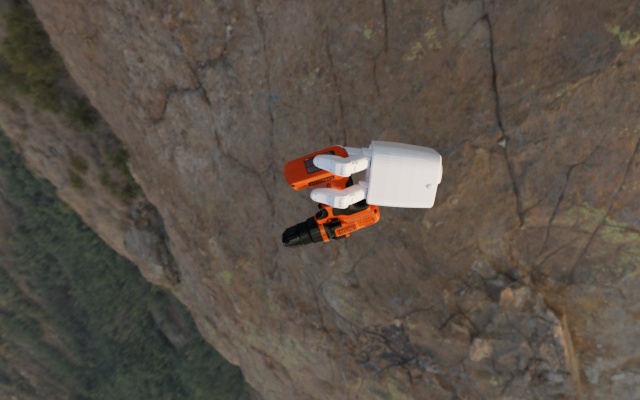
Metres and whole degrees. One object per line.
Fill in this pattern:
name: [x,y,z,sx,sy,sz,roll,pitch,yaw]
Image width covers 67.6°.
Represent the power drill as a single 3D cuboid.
power drill: [0.000,0.002,0.816,0.184,0.057,0.188,-20,-40,1]
